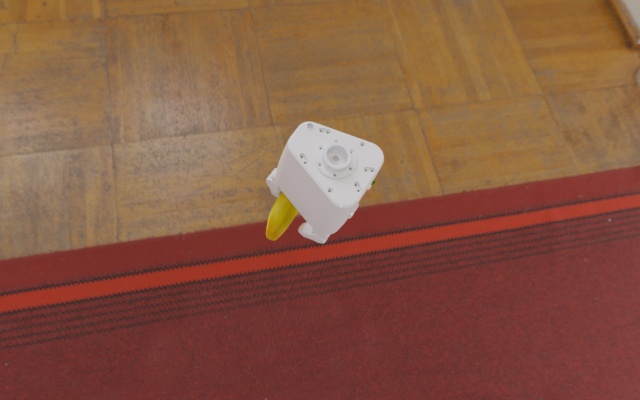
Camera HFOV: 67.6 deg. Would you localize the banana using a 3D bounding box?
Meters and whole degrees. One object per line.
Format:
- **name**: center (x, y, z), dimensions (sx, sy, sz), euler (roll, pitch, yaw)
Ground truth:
- **banana**: center (-0.007, -0.015, 0.705), dimensions (0.198, 0.069, 0.037), euler (-29, -5, -21)
